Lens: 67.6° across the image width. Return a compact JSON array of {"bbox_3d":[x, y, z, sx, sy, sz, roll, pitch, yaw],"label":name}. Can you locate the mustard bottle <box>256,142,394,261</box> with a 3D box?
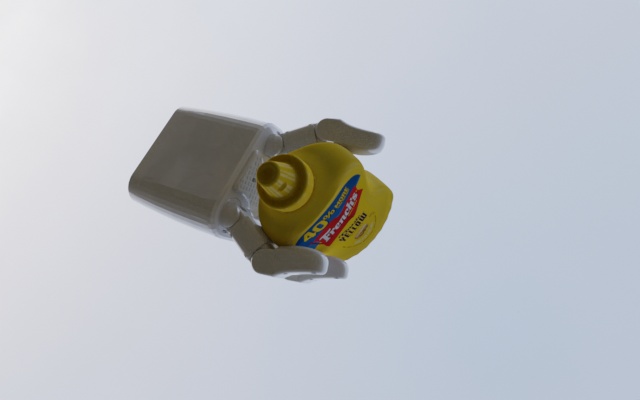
[{"bbox_3d":[0.000,0.002,0.403,0.058,0.096,0.192,44,6,25],"label":"mustard bottle"}]
